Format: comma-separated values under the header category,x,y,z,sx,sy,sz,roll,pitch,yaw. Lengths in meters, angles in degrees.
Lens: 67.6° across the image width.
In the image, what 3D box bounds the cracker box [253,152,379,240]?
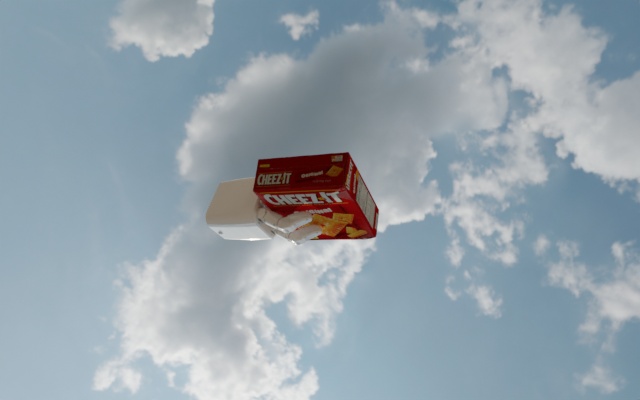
category,x,y,z,sx,sy,sz,roll,pitch,yaw
cracker box,0.000,0.003,0.855,0.164,0.072,0.214,-3,-27,20
